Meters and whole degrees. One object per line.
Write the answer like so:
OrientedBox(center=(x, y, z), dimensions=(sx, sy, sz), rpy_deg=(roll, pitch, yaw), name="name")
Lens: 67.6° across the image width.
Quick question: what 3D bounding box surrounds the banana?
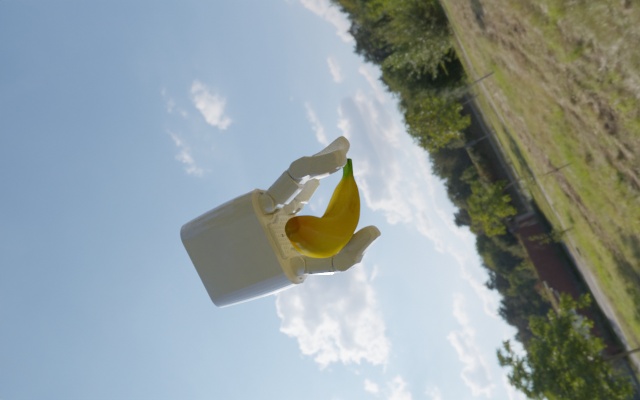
OrientedBox(center=(0.008, 0.017, 0.469), dimensions=(0.037, 0.070, 0.197), rpy_deg=(-19, 14, 20), name="banana")
